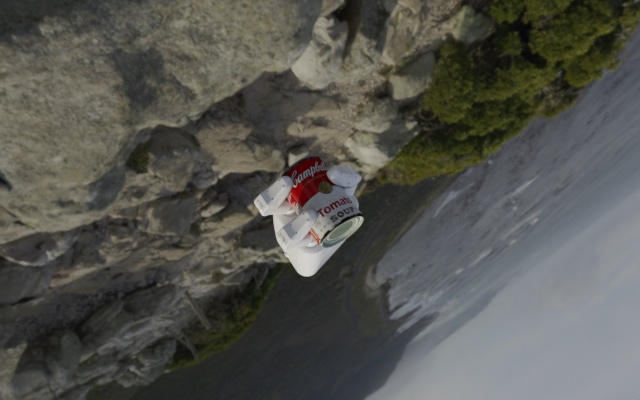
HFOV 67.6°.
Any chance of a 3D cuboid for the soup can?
[{"bbox_3d":[0.000,0.002,0.614,0.068,0.102,0.068,-30,-22,-14],"label":"soup can"}]
